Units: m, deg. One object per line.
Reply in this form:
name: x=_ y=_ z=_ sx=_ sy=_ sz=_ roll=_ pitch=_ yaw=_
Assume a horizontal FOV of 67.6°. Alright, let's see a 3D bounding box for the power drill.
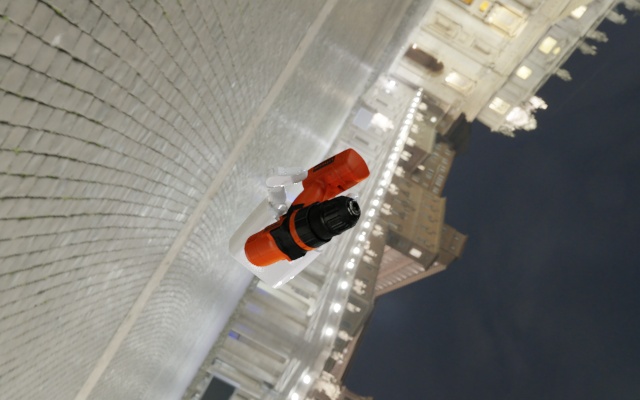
power drill: x=0.000 y=0.002 z=0.634 sx=0.184 sy=0.057 sz=0.187 roll=-24 pitch=18 yaw=37
